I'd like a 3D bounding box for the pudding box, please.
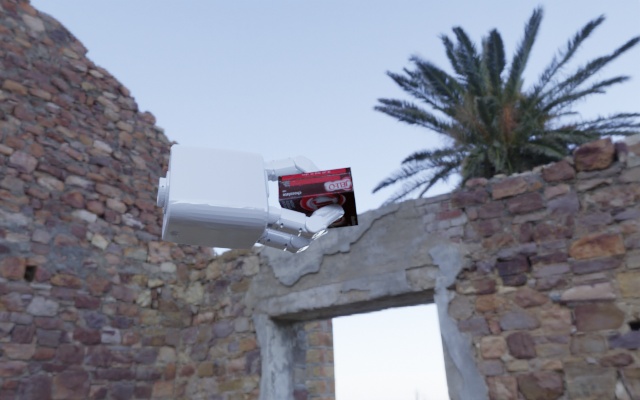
[{"bbox_3d":[0.000,0.002,0.605,0.090,0.039,0.113,-6,-22,5],"label":"pudding box"}]
